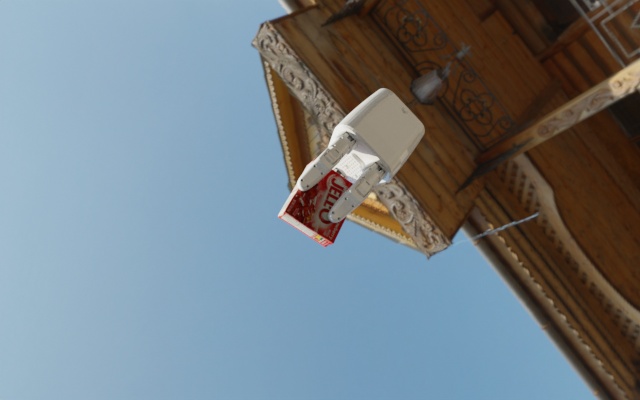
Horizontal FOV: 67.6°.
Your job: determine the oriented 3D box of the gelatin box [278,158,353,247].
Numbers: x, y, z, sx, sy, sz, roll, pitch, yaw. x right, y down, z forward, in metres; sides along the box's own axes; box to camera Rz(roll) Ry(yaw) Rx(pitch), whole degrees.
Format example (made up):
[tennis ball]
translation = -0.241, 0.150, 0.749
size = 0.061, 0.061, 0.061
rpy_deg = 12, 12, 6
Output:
[gelatin box]
translation = 0.000, 0.002, 0.602
size = 0.073, 0.089, 0.030
rpy_deg = 34, -27, -11
